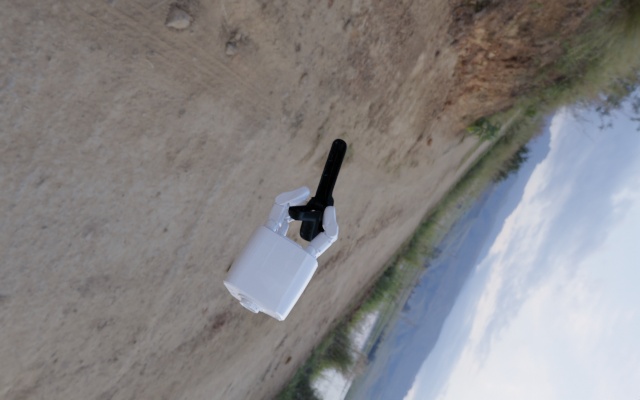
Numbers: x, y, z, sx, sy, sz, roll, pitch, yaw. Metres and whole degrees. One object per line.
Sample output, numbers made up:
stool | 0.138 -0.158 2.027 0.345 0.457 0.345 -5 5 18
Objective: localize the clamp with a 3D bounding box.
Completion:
clamp | 0.001 0.003 0.817 0.036 0.164 0.210 26 -23 14
